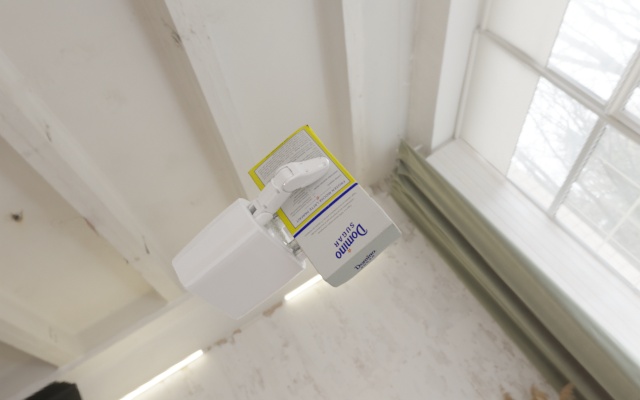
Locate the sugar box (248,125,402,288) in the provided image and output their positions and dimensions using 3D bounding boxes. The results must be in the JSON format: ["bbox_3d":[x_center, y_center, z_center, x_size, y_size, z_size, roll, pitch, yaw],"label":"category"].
[{"bbox_3d":[0.000,0.002,0.534,0.093,0.176,0.048,-40,-31,4],"label":"sugar box"}]
